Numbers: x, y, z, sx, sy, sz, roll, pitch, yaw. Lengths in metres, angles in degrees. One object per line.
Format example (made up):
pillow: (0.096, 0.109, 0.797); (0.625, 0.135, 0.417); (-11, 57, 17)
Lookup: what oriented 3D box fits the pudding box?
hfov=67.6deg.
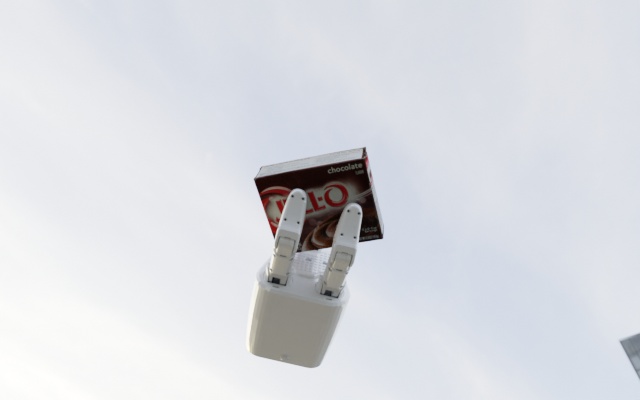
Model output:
pudding box: (0.000, 0.002, 0.479); (0.113, 0.090, 0.039); (-11, 26, 11)
